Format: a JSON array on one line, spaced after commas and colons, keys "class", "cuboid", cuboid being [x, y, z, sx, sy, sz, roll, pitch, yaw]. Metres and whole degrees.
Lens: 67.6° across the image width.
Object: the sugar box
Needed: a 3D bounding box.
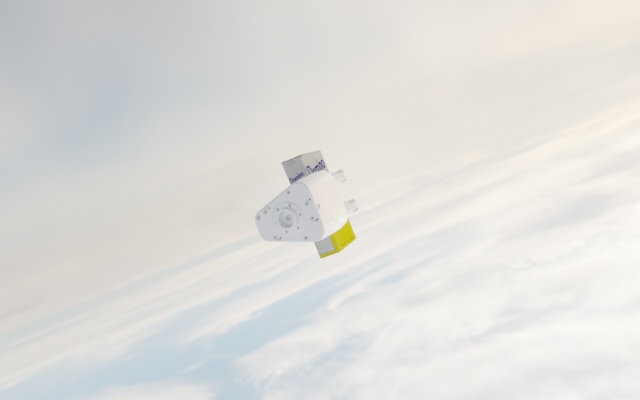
[{"class": "sugar box", "cuboid": [0.001, 0.003, 0.835, 0.048, 0.176, 0.093, -19, 4, 25]}]
